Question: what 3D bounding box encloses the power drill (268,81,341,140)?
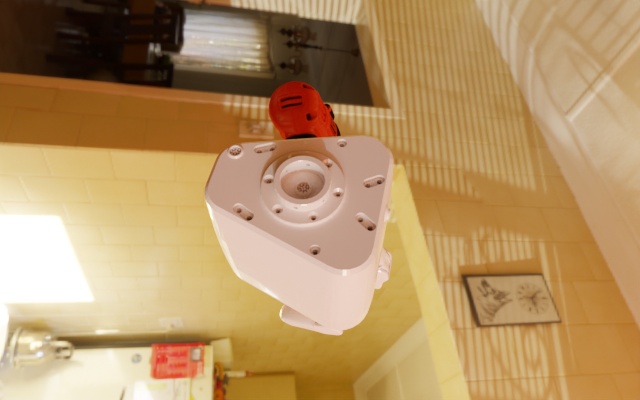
[{"bbox_3d":[0.000,0.002,0.462,0.057,0.187,0.184,-11,-13,10],"label":"power drill"}]
